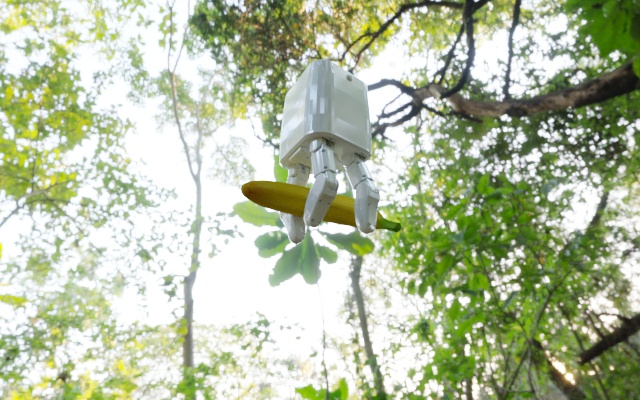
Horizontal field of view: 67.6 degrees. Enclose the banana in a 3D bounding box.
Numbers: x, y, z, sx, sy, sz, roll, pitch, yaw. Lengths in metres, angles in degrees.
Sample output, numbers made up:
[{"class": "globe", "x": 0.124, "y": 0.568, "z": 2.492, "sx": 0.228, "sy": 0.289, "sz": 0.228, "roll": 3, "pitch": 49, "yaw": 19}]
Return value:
[{"class": "banana", "x": -0.003, "y": 0.004, "z": 0.576, "sx": 0.198, "sy": 0.037, "sz": 0.069, "roll": 12, "pitch": -8, "yaw": -18}]
